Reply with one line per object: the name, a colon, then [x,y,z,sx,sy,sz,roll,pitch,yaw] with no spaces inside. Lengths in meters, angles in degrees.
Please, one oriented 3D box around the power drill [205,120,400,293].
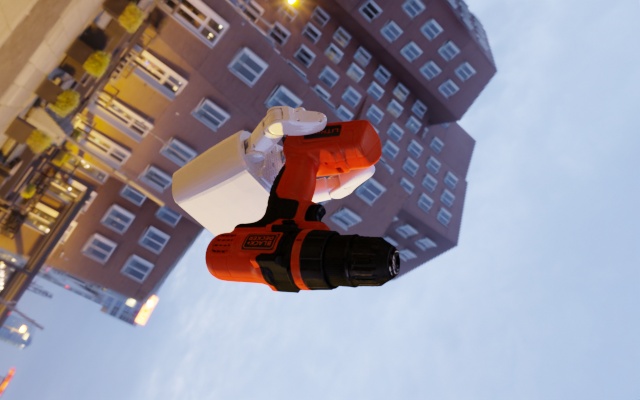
power drill: [0.000,0.001,0.453,0.184,0.057,0.187,-1,44,27]
